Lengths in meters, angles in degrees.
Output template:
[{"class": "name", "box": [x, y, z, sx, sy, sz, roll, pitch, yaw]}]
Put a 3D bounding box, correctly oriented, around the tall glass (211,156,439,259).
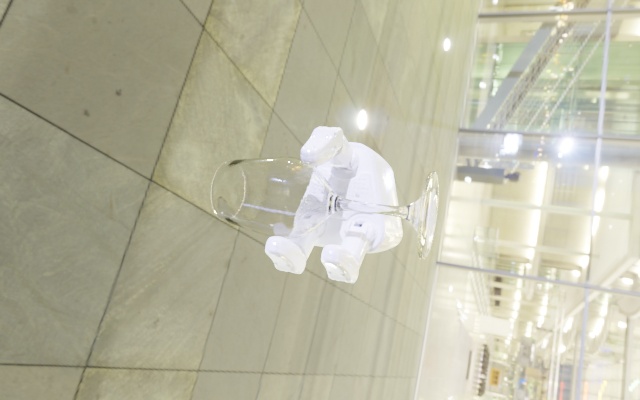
[{"class": "tall glass", "box": [0.001, 0.001, 0.437, 0.201, 0.079, 0.079, 7, 3, 22]}]
